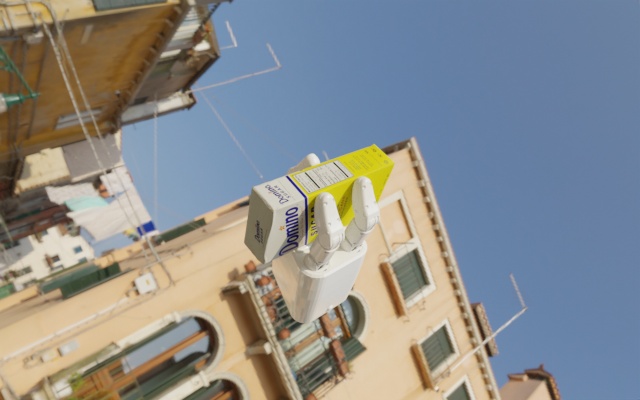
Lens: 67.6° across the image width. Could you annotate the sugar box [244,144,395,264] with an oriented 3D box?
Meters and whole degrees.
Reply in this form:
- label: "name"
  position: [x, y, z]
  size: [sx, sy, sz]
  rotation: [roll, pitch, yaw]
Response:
- label: "sugar box"
  position: [0.000, 0.002, 0.552]
  size: [0.176, 0.093, 0.048]
  rotation: [-25, 57, -34]
